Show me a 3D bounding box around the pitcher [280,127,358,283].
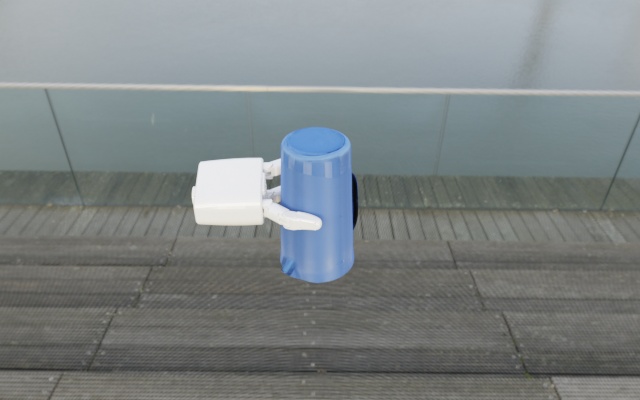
[{"bbox_3d":[0.000,0.003,0.801,0.145,0.243,0.149,-1,34,-2],"label":"pitcher"}]
